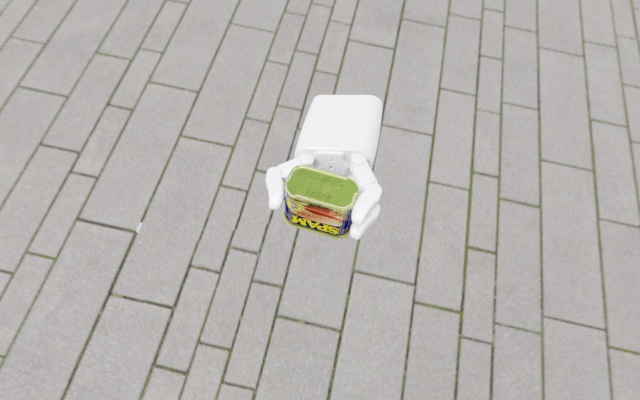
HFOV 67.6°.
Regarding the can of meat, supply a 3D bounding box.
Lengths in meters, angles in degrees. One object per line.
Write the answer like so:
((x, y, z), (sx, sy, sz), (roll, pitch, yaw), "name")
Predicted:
((0.000, 0.002, 0.658), (0.102, 0.057, 0.084), (16, -29, 5), "can of meat")
